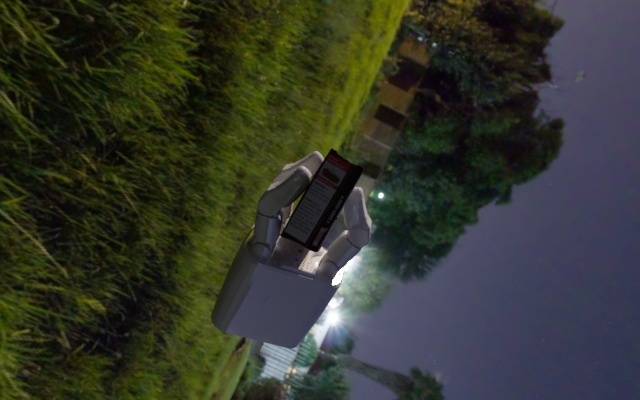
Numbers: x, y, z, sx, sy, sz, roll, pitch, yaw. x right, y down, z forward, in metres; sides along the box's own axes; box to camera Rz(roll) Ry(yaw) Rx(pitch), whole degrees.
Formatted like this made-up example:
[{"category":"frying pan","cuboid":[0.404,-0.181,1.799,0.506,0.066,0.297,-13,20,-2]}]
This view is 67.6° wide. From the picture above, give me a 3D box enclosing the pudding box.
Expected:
[{"category":"pudding box","cuboid":[0.000,0.002,0.466,0.039,0.090,0.113,29,-2,-3]}]
